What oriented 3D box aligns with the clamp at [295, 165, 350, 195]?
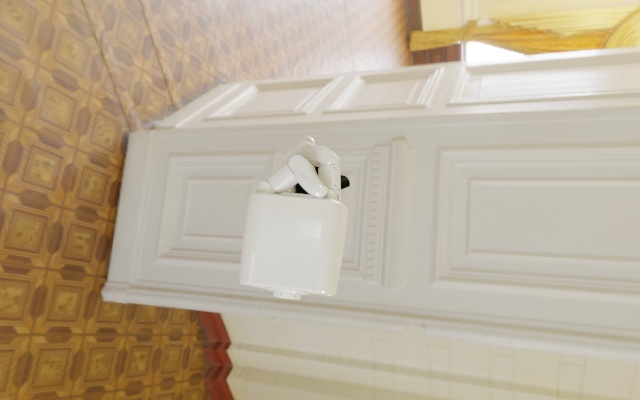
[{"bbox_3d":[0.001,0.002,0.663,0.039,0.120,0.171,2,-14,22],"label":"clamp"}]
